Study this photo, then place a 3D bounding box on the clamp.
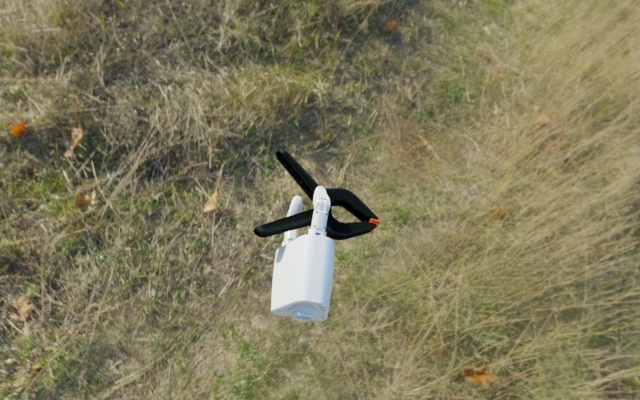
[{"bbox_3d":[0.001,0.003,0.808,0.210,0.164,0.036,12,-27,-13],"label":"clamp"}]
